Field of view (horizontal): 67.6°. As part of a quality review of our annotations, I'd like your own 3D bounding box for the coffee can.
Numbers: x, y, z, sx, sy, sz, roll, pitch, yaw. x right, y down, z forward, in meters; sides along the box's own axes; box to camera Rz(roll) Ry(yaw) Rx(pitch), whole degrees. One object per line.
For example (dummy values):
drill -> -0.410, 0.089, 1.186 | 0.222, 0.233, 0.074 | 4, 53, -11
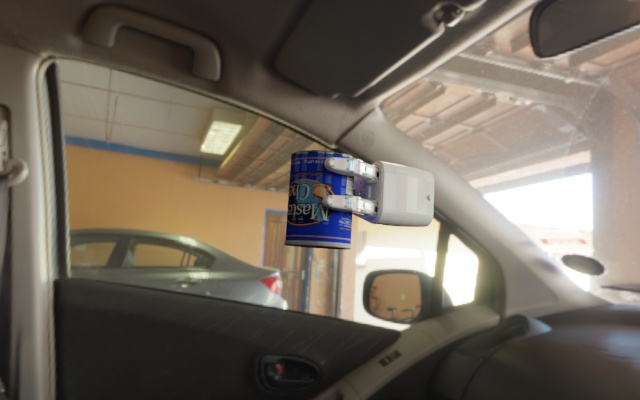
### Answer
coffee can -> 0.000, 0.003, 0.738 | 0.103, 0.140, 0.103 | 3, -7, 0
